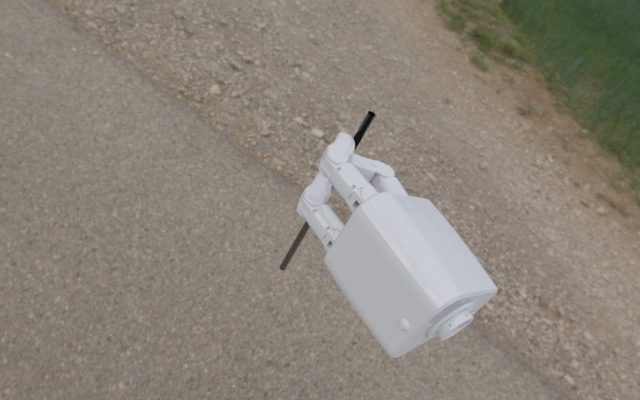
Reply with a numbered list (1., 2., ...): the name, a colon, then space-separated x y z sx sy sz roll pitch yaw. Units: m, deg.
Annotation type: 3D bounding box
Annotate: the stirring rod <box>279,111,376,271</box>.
1. stirring rod: 0.000 0.002 0.515 0.011 0.011 0.240 0 -43 -32
